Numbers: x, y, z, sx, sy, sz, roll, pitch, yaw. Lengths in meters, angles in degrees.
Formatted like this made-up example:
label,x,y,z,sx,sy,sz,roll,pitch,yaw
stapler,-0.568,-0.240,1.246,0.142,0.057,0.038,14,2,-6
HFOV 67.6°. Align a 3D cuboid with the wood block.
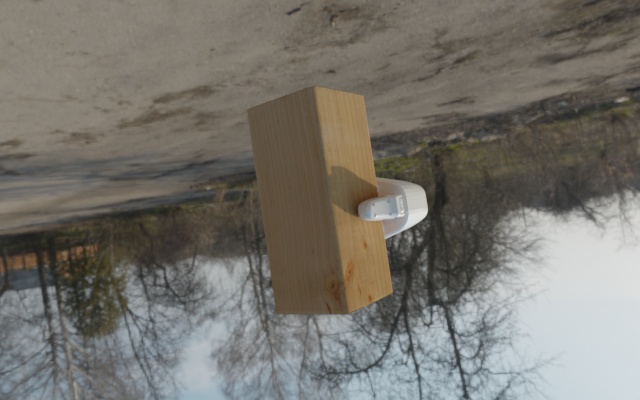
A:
label,x,y,z,sx,sy,sz,roll,pitch,yaw
wood block,0.001,0.002,0.482,0.091,0.206,0.090,-10,-2,37
